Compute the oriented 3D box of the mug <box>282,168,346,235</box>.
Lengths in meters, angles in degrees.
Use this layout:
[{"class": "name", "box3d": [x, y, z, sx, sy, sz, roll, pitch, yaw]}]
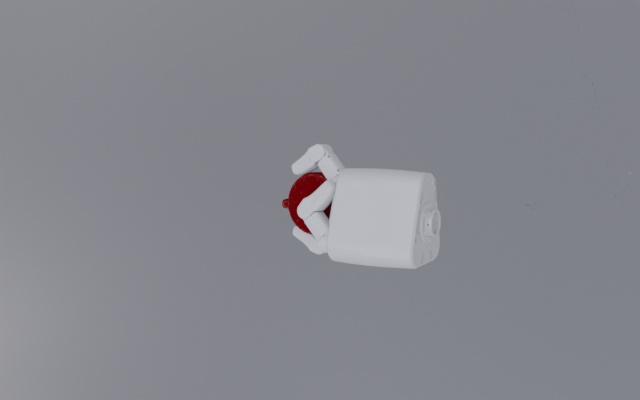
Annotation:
[{"class": "mug", "box3d": [-0.001, 0.002, 0.650, 0.117, 0.093, 0.081, 2, 4, 32]}]
